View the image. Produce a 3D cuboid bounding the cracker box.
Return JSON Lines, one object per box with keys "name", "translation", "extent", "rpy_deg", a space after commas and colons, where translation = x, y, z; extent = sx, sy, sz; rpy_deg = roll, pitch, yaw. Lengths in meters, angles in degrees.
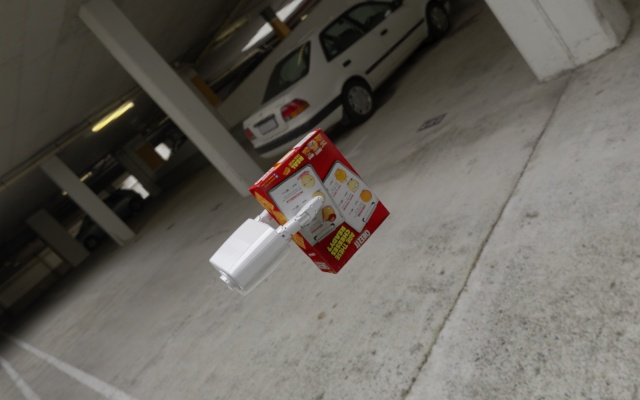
{"name": "cracker box", "translation": [0.000, 0.003, 0.884], "extent": [0.164, 0.214, 0.072], "rpy_deg": [-46, 14, -20]}
